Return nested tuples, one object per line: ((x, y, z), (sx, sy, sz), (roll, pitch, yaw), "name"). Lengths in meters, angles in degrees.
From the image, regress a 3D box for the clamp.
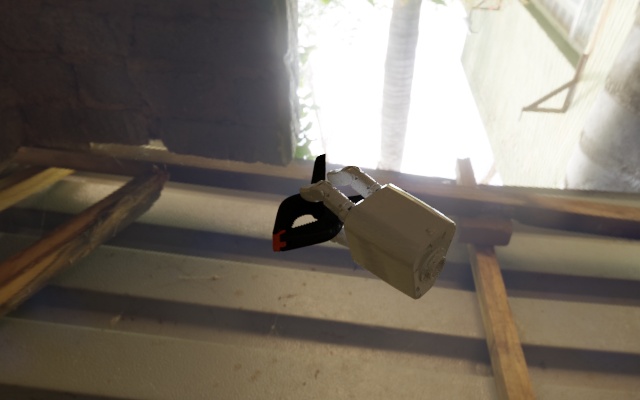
((0.000, 0.003, 0.683), (0.210, 0.036, 0.164), (-31, 48, -34), "clamp")
